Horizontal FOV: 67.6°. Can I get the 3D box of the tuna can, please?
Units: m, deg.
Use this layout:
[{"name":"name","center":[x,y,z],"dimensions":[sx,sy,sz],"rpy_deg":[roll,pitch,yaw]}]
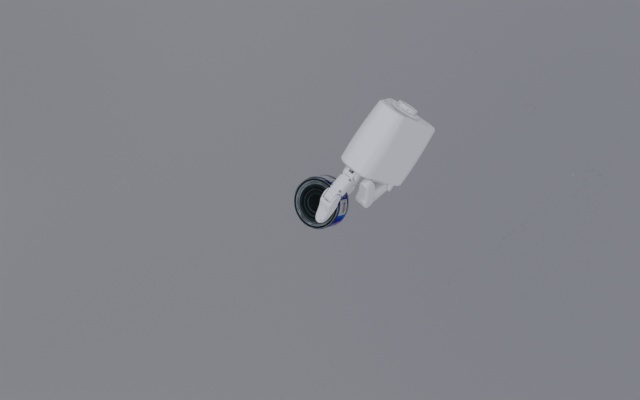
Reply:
[{"name":"tuna can","center":[0.000,0.003,0.766],"dimensions":[0.086,0.086,0.034],"rpy_deg":[0,7,31]}]
